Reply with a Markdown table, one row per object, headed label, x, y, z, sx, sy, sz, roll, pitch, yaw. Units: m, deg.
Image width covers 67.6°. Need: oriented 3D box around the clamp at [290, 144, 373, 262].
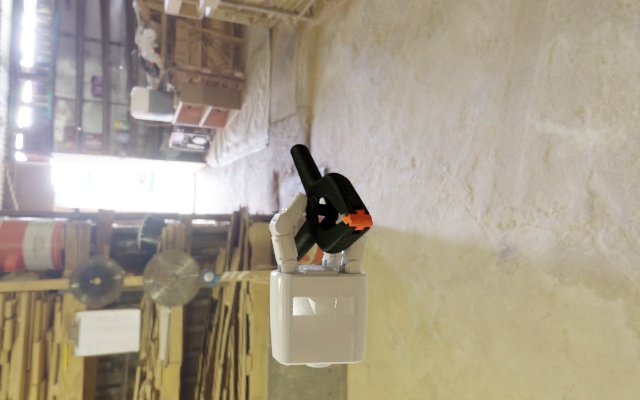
| label | x | y | z | sx | sy | sz | roll | pitch | yaw |
| --- | --- | --- | --- | --- | --- | --- | --- | --- | --- |
| clamp | 0.000 | 0.002 | 0.587 | 0.036 | 0.164 | 0.210 | 1 | -2 | -24 |
